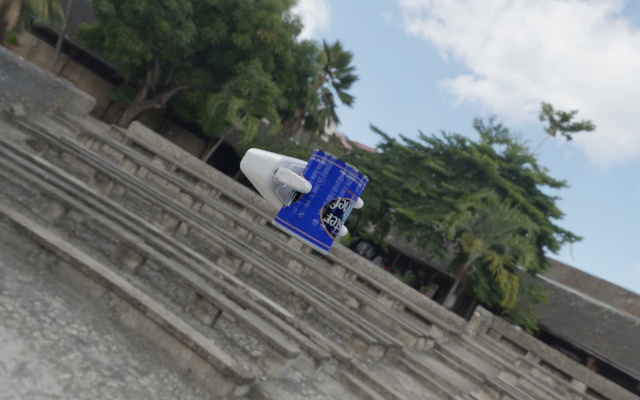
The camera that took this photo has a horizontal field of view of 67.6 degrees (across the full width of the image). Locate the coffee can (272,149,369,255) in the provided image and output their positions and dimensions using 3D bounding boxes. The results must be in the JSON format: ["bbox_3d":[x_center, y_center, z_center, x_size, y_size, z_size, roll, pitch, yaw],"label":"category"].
[{"bbox_3d":[0.000,0.003,0.773,0.103,0.140,0.103,30,-3,2],"label":"coffee can"}]
